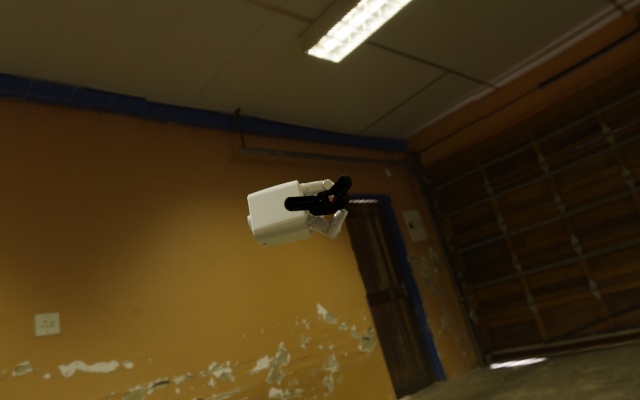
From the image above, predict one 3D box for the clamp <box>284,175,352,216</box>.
[{"bbox_3d":[0.000,0.002,0.861,0.120,0.039,0.171,-14,-16,1],"label":"clamp"}]
